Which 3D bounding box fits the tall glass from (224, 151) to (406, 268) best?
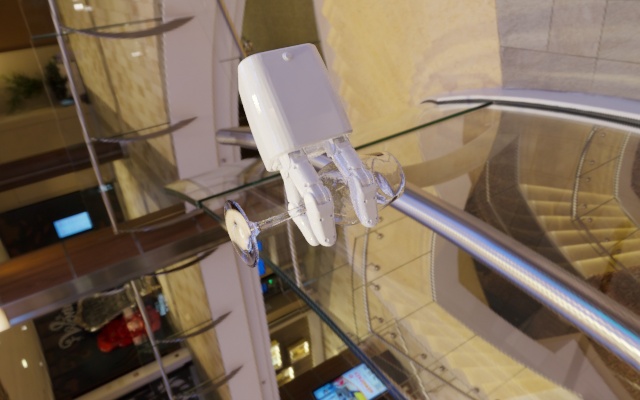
[{"bbox_3d":[0.000,0.002,0.533,0.201,0.079,0.079,-21,10,-27],"label":"tall glass"}]
